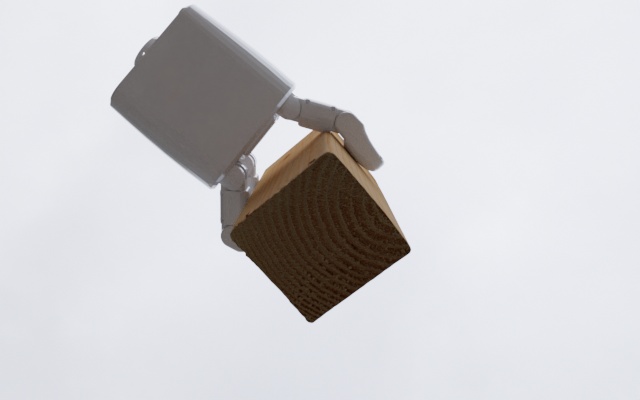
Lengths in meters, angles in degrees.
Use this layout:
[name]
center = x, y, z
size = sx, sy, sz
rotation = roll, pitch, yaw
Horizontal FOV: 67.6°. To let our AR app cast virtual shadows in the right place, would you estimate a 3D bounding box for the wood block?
[wood block]
center = 0.000, 0.001, 0.414
size = 0.091, 0.090, 0.206
rotation = -38, 12, 10
